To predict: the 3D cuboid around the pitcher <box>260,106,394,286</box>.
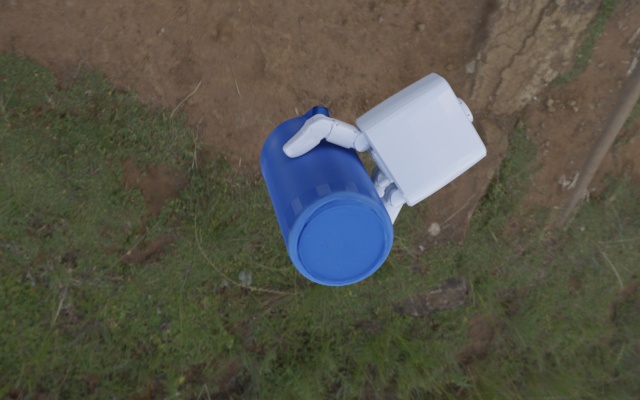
[{"bbox_3d":[0.000,0.002,0.576,0.145,0.149,0.242,-33,27,6],"label":"pitcher"}]
